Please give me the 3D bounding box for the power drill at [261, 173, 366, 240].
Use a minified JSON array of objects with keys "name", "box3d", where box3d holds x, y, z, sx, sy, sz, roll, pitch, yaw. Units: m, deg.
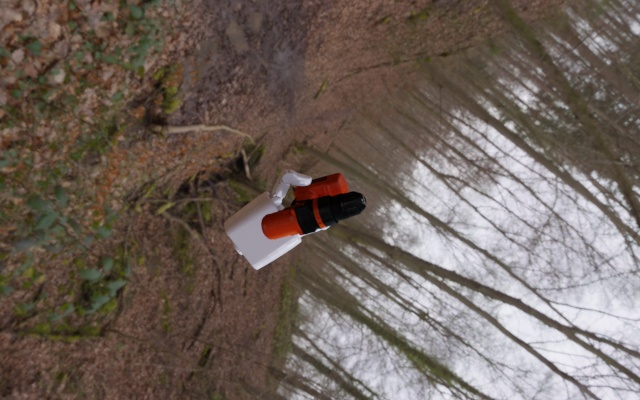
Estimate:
[{"name":"power drill","box3d":[0.000,0.003,0.856,0.184,0.057,0.187,-15,13,15]}]
